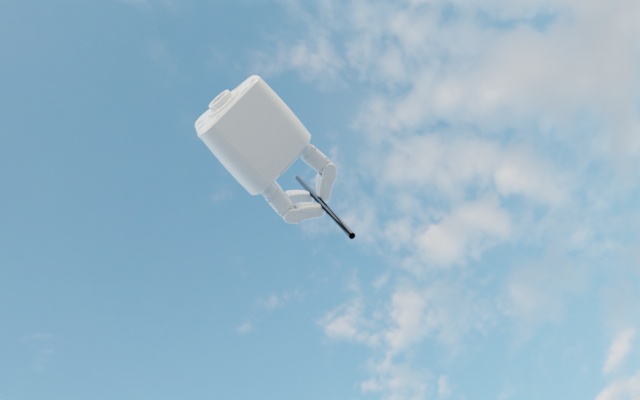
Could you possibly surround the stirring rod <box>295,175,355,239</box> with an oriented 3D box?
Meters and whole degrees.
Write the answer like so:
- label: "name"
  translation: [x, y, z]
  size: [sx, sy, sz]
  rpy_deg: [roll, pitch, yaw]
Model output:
- label: "stirring rod"
  translation: [0.000, 0.002, 0.658]
  size: [0.011, 0.011, 0.239]
  rpy_deg: [0, 19, -19]
